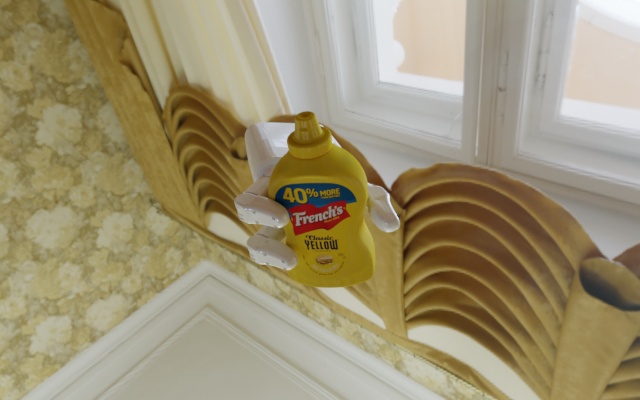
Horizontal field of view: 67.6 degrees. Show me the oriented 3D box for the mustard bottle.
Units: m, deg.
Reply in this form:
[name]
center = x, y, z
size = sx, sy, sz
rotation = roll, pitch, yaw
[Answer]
[mustard bottle]
center = 0.000, 0.002, 0.473
size = 0.096, 0.192, 0.058
rotation = -1, 36, 13
